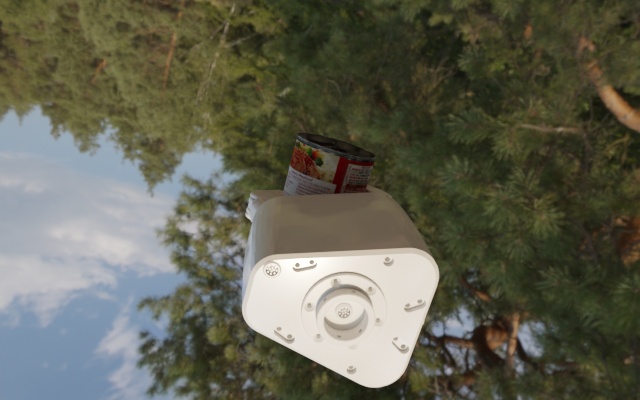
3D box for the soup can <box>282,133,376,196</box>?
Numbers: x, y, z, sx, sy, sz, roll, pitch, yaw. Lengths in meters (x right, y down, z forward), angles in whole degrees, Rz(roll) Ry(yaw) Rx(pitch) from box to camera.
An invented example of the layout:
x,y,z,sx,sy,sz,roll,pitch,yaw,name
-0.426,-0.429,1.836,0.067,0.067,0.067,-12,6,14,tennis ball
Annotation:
x,y,z,sx,sy,sz,roll,pitch,yaw,name
0.000,0.001,0.405,0.068,0.102,0.068,15,15,-4,soup can
